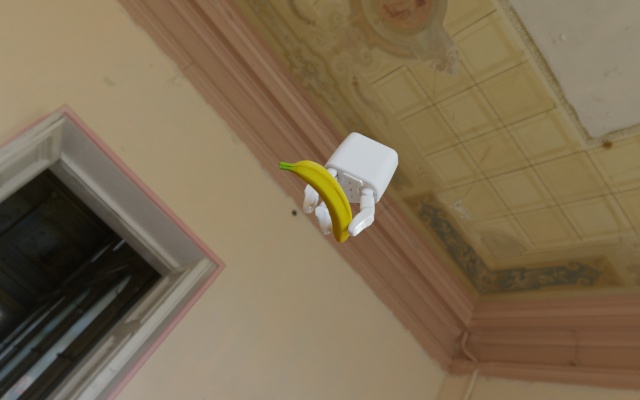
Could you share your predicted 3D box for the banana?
[{"bbox_3d":[0.012,-0.001,0.805,0.069,0.198,0.037,-6,41,41],"label":"banana"}]
